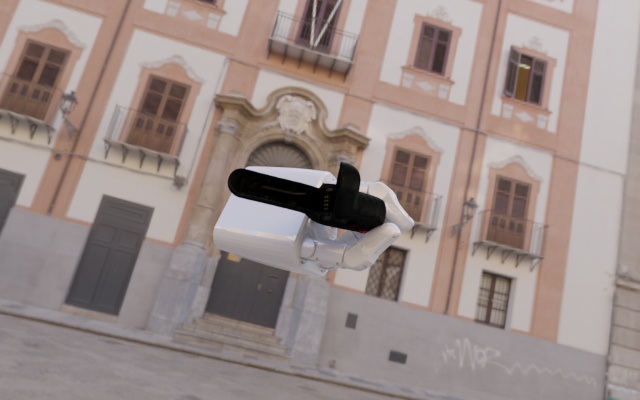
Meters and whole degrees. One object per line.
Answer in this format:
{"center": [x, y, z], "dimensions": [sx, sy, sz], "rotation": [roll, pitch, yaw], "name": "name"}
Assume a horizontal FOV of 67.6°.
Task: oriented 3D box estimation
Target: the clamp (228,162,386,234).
{"center": [0.000, 0.001, 0.438], "dimensions": [0.120, 0.039, 0.171], "rotation": [8, -14, 25], "name": "clamp"}
